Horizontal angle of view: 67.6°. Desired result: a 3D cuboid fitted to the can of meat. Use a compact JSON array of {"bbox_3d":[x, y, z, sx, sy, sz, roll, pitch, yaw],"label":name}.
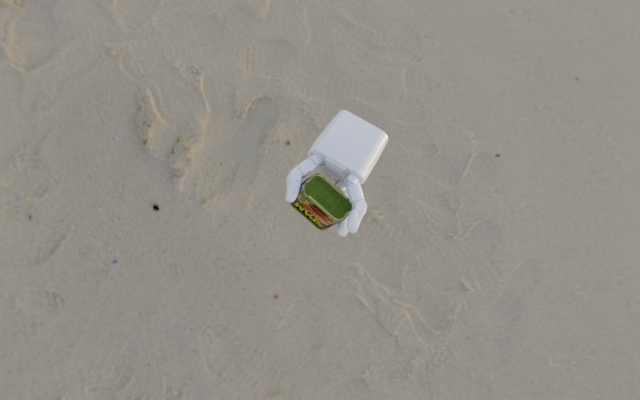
[{"bbox_3d":[0.000,0.003,0.871,0.102,0.057,0.084,41,-22,-8],"label":"can of meat"}]
